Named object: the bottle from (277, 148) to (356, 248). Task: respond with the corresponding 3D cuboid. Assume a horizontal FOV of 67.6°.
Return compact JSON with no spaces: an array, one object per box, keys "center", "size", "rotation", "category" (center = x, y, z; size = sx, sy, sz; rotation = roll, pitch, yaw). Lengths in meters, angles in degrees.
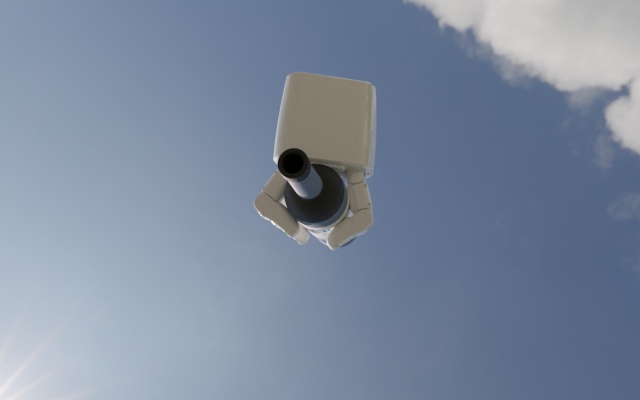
[{"center":[0.000,0.002,0.545],"size":[0.069,0.069,0.296],"rotation":[0,-13,10],"category":"bottle"}]
